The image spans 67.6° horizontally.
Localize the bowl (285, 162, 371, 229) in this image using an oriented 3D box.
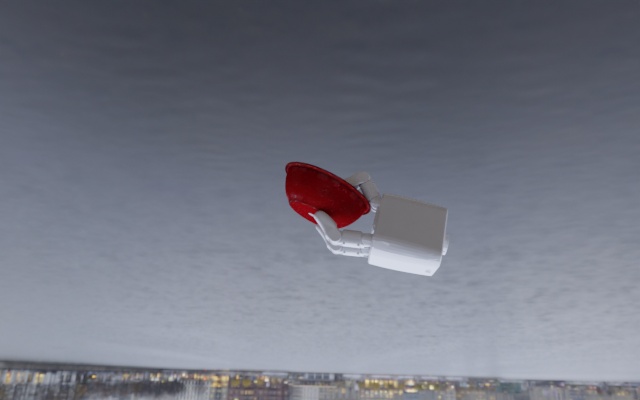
[{"bbox_3d":[-0.001,0.003,0.797,0.162,0.055,0.162,26,-16,8],"label":"bowl"}]
